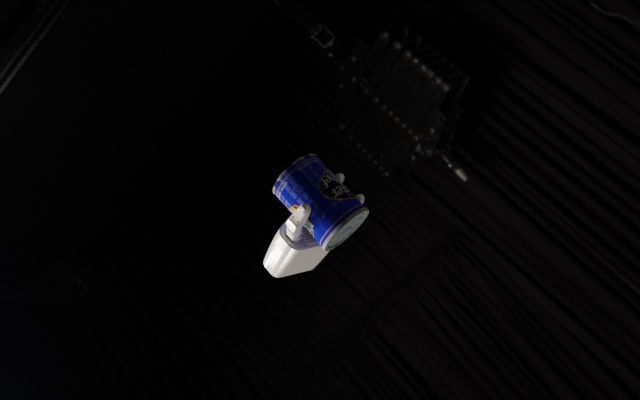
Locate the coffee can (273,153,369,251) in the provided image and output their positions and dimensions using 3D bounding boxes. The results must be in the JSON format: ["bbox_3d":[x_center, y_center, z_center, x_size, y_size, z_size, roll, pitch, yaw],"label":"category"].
[{"bbox_3d":[0.000,0.003,0.832,0.103,0.140,0.103,-39,-16,-14],"label":"coffee can"}]
